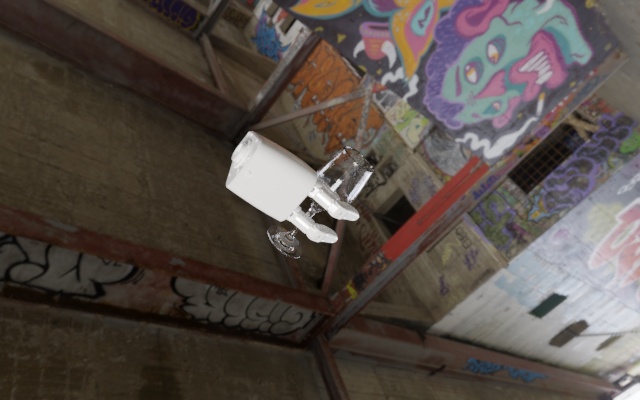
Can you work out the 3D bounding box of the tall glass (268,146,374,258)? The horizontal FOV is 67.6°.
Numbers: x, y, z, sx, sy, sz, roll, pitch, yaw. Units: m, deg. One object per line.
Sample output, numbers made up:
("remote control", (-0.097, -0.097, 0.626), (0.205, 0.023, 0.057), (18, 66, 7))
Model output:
("tall glass", (0.000, 0.003, 0.793), (0.201, 0.079, 0.079), (-48, -21, 21))
